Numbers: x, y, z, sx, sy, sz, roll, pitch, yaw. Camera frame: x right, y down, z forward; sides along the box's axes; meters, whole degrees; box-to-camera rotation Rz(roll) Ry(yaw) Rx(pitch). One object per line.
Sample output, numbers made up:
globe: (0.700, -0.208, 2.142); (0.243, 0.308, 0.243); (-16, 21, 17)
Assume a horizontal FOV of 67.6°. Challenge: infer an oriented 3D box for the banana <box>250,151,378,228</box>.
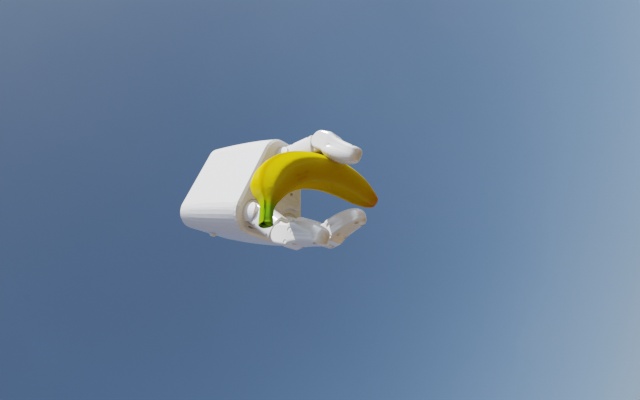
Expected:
banana: (-0.006, -0.016, 0.476); (0.037, 0.069, 0.198); (-17, -4, 36)
